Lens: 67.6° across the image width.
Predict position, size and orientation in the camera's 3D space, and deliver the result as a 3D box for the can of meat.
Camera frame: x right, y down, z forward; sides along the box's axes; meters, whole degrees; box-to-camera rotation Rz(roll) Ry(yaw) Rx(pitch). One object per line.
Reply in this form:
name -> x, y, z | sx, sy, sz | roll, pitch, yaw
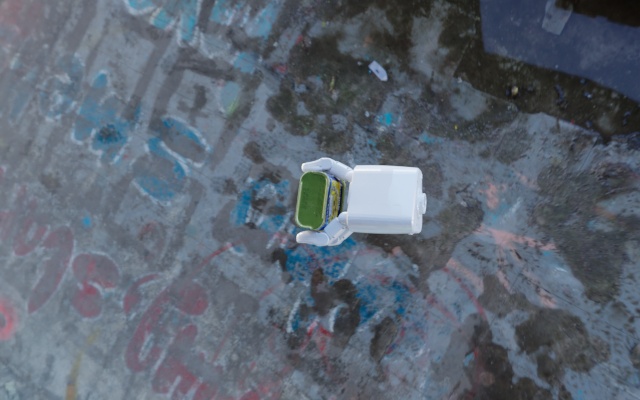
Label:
can of meat -> 0.000, 0.003, 0.813 | 0.057, 0.102, 0.084 | 6, -2, 20
